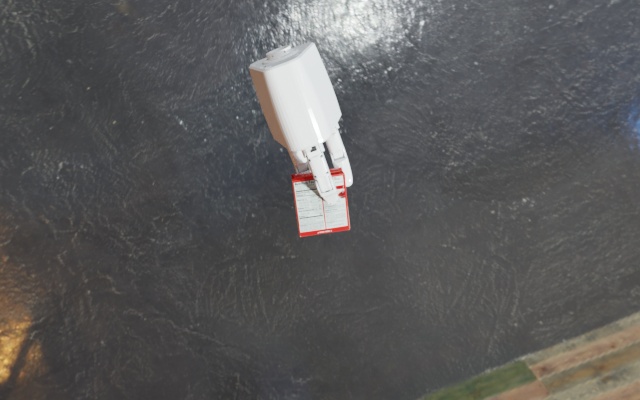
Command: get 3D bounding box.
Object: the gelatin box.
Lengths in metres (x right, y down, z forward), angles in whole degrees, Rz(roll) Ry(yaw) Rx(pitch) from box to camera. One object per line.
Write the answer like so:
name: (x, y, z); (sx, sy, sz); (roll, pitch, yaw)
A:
gelatin box: (0.000, 0.003, 0.672); (0.073, 0.089, 0.030); (-9, 22, -4)
